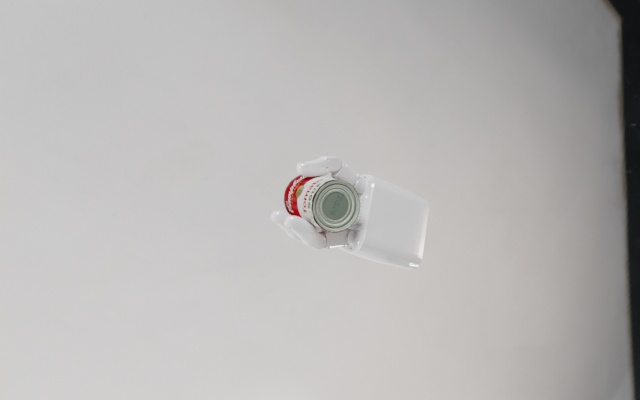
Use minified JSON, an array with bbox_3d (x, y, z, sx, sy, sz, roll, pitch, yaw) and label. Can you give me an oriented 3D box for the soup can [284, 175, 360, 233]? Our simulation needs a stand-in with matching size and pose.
[{"bbox_3d":[0.000,0.002,0.629,0.068,0.068,0.102,0,6,-24],"label":"soup can"}]
